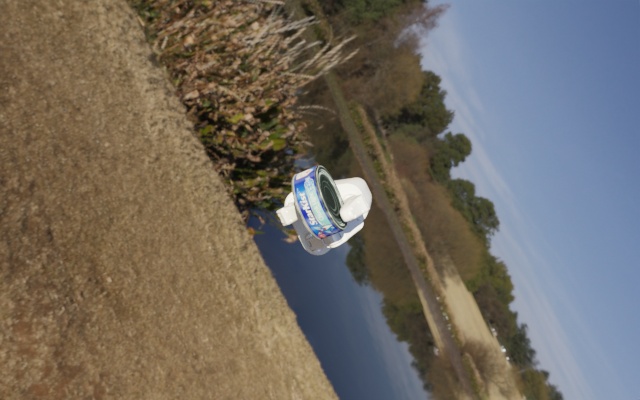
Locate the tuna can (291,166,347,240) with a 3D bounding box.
[{"bbox_3d":[0.001,0.002,0.578,0.034,0.086,0.086,-22,-7,17],"label":"tuna can"}]
